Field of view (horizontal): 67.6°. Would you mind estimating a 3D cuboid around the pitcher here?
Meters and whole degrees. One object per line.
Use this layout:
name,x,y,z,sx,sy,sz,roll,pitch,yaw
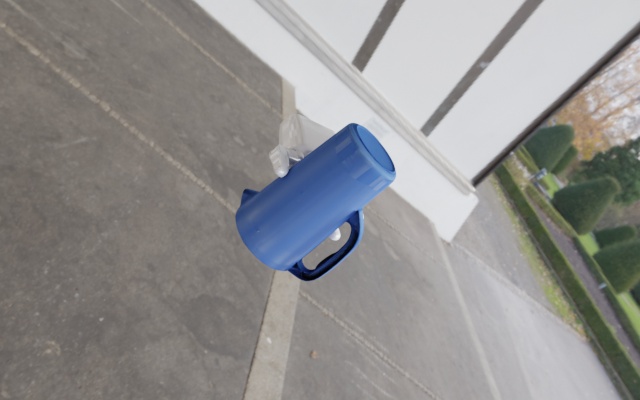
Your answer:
pitcher,0.000,0.002,0.741,0.243,0.145,0.149,-38,-55,22
